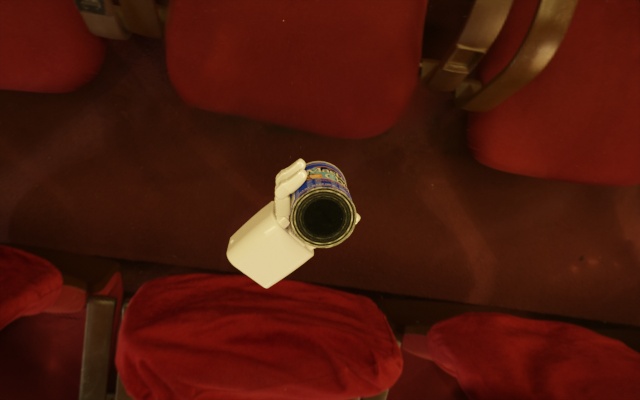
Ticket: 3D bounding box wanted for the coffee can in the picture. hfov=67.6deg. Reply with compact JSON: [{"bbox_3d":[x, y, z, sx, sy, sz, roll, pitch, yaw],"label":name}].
[{"bbox_3d":[0.000,0.002,0.796,0.103,0.103,0.140,0,21,-4],"label":"coffee can"}]
